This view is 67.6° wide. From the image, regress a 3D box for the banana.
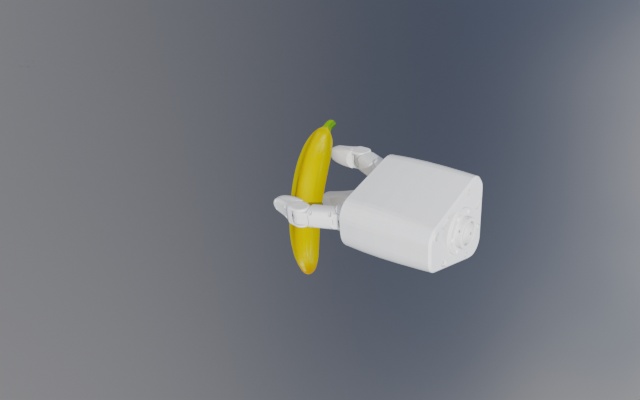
[{"bbox_3d":[-0.009,-0.001,0.577,0.037,0.198,0.069,14,7,31],"label":"banana"}]
